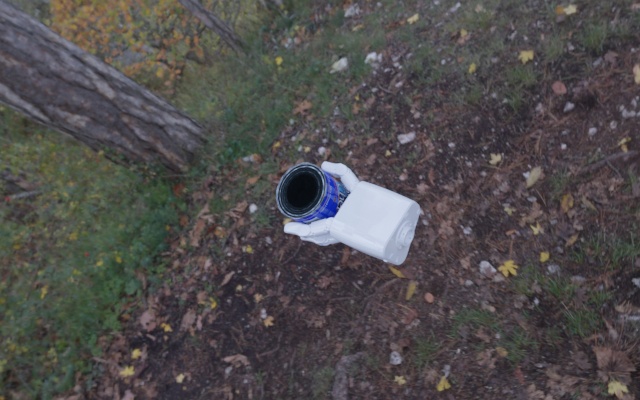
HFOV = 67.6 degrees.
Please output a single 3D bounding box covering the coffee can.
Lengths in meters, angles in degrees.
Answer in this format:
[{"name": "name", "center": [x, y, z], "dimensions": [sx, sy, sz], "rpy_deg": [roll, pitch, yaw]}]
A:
[{"name": "coffee can", "center": [0.000, 0.003, 0.874], "dimensions": [0.103, 0.102, 0.140], "rpy_deg": [0, -17, 31]}]
